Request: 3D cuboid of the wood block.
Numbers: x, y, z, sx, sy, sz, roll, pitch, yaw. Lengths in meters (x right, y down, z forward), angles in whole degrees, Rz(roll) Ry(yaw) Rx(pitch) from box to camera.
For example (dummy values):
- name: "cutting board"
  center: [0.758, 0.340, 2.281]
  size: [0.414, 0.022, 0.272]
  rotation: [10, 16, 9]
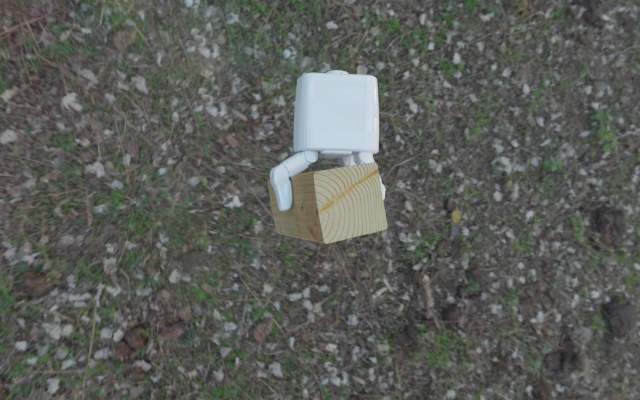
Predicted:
- name: "wood block"
  center: [0.000, 0.002, 0.682]
  size: [0.091, 0.090, 0.206]
  rotation: [-11, 4, -21]
